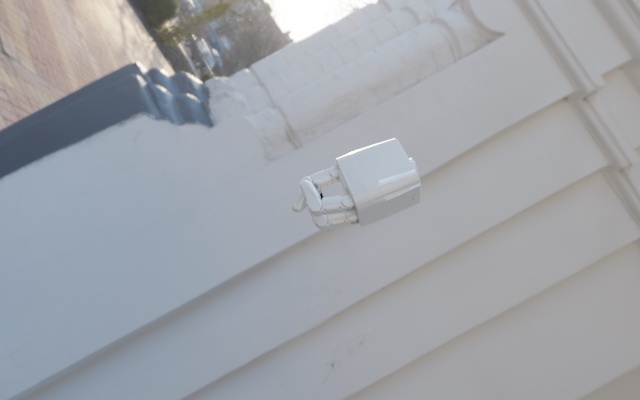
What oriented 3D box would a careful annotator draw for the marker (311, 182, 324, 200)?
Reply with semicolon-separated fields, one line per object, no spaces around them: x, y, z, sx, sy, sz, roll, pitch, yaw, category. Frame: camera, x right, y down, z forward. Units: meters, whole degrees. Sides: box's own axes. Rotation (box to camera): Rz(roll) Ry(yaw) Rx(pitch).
0.000;0.003;0.806;0.020;0.020;0.121;0;-23;10;marker
